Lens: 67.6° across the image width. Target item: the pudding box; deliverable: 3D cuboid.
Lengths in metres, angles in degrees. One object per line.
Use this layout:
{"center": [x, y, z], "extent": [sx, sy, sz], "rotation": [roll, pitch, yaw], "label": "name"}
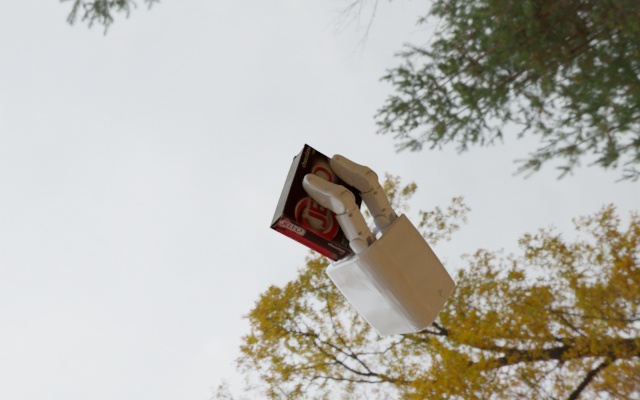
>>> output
{"center": [0.000, 0.002, 0.548], "extent": [0.090, 0.113, 0.039], "rotation": [29, -43, -18], "label": "pudding box"}
